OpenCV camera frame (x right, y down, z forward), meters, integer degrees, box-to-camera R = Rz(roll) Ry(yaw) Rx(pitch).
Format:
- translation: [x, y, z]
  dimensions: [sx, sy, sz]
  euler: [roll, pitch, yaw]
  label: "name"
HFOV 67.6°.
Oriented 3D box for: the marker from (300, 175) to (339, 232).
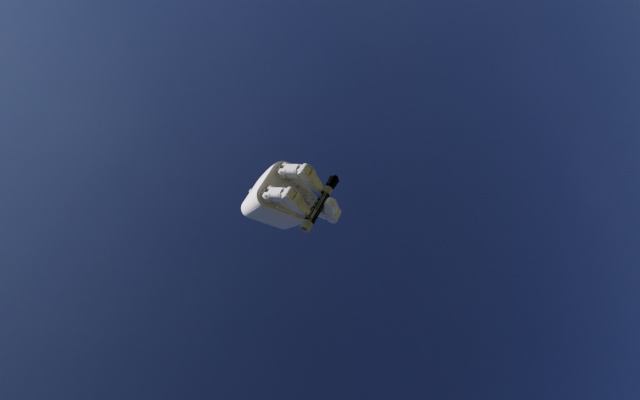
- translation: [0.000, 0.003, 0.833]
  dimensions: [0.020, 0.121, 0.020]
  euler: [24, -28, 13]
  label: "marker"
